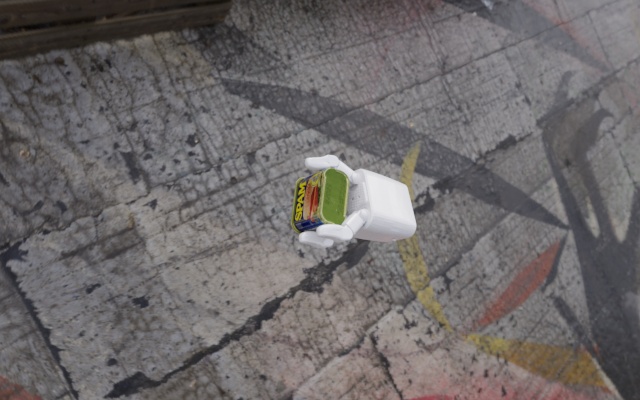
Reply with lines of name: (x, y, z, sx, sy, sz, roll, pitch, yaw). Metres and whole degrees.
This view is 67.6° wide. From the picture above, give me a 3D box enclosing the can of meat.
can of meat: (0.000, 0.002, 0.791, 0.057, 0.102, 0.084, 19, -22, -31)
